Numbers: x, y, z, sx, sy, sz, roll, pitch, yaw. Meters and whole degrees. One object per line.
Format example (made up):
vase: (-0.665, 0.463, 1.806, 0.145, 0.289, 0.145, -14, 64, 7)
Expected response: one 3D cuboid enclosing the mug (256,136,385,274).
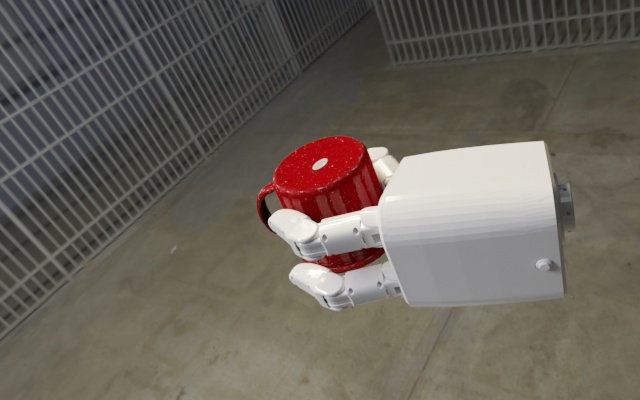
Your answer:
mug: (-0.001, 0.001, 0.406, 0.117, 0.081, 0.093, -8, 36, 23)
